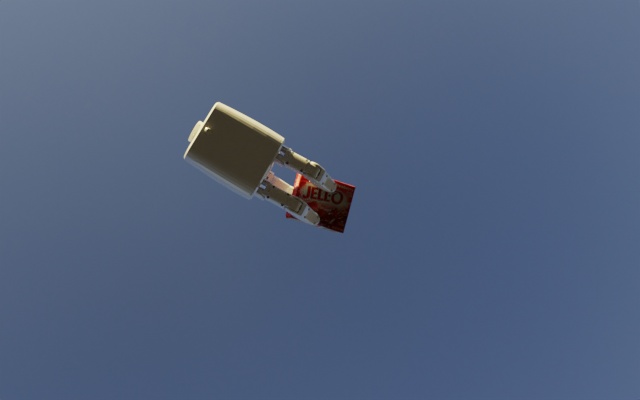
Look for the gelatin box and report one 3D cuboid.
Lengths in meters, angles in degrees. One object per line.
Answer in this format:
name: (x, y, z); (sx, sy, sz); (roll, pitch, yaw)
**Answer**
gelatin box: (0.000, 0.002, 0.709); (0.089, 0.073, 0.030); (18, -8, -18)
